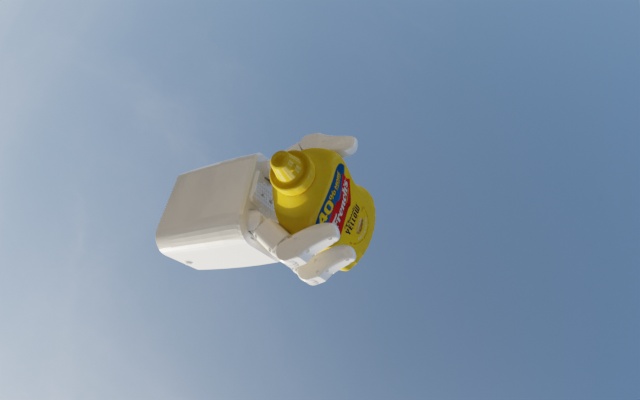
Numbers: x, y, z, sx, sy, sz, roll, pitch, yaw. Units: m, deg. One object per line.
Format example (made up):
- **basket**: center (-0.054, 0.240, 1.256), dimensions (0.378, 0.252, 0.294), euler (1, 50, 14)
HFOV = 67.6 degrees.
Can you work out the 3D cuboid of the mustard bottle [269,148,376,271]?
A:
- **mustard bottle**: center (0.000, 0.002, 0.485), dimensions (0.058, 0.096, 0.192), euler (15, -16, 29)
